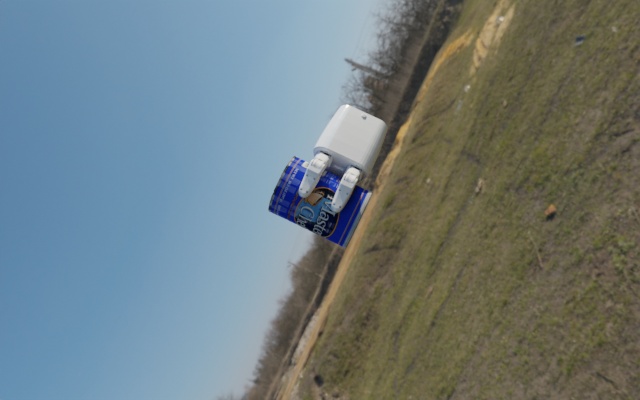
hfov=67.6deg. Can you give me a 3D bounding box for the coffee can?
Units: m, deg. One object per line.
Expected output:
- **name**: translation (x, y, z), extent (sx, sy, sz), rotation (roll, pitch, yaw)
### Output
- **coffee can**: translation (0.000, 0.003, 0.781), extent (0.140, 0.103, 0.103), rotation (26, 2, 4)
